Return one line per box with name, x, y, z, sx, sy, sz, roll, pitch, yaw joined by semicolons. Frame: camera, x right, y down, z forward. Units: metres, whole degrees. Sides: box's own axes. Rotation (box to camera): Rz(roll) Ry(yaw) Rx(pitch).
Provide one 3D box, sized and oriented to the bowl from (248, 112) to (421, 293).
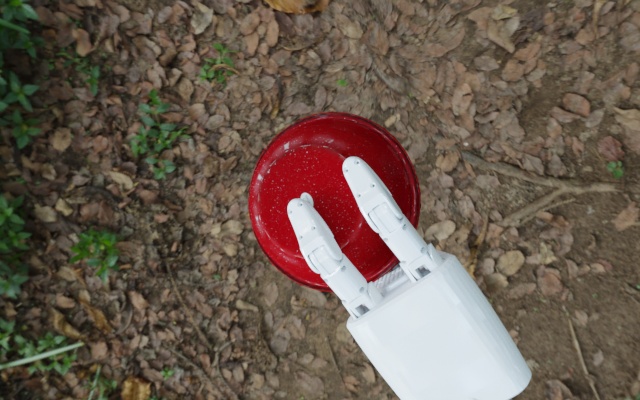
bowl;-0.001;0.000;0.404;0.162;0.162;0.055;0;0;19
